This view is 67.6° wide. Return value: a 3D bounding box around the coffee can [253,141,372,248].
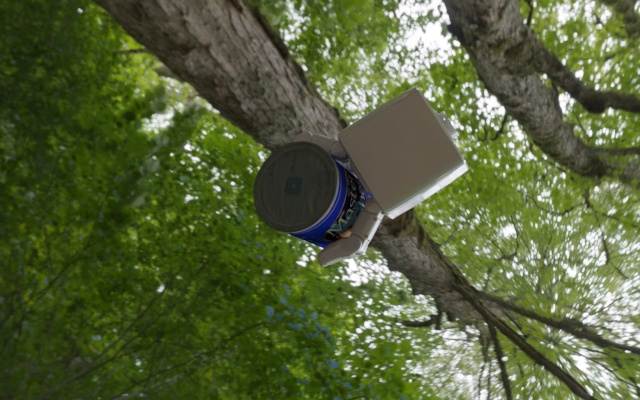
[{"bbox_3d":[0.000,0.002,0.574,0.103,0.102,0.140,0,-15,26],"label":"coffee can"}]
